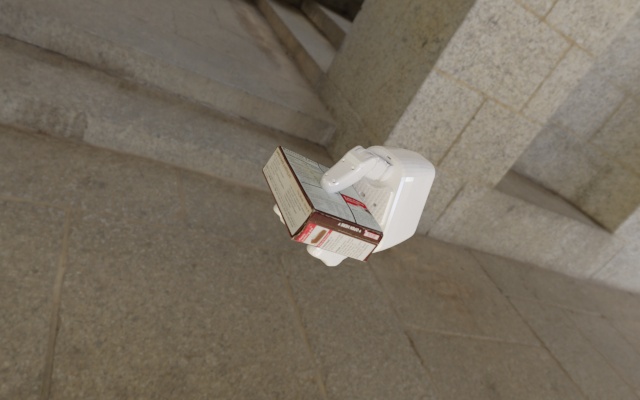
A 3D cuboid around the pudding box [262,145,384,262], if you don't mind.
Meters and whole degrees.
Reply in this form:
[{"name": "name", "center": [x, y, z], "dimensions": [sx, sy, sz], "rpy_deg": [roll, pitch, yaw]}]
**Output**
[{"name": "pudding box", "center": [0.000, 0.001, 0.463], "dimensions": [0.090, 0.039, 0.113], "rpy_deg": [20, 24, -34]}]
